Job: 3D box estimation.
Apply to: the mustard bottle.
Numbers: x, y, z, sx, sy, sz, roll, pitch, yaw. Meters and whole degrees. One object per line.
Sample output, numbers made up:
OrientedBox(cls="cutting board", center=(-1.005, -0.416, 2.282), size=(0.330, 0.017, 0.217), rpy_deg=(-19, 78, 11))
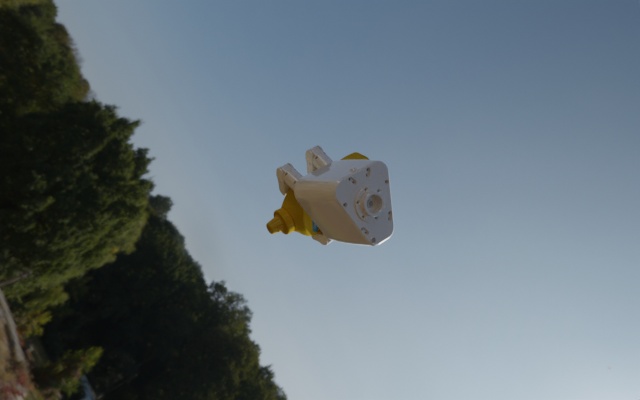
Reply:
OrientedBox(cls="mustard bottle", center=(0.000, 0.002, 0.752), size=(0.191, 0.096, 0.058), rpy_deg=(-28, 40, -26))
